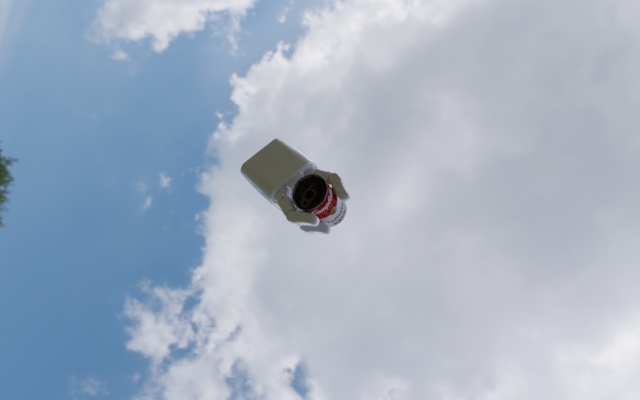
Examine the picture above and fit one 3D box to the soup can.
[{"bbox_3d":[0.001,0.003,0.878,0.068,0.068,0.102,0,-21,25],"label":"soup can"}]
